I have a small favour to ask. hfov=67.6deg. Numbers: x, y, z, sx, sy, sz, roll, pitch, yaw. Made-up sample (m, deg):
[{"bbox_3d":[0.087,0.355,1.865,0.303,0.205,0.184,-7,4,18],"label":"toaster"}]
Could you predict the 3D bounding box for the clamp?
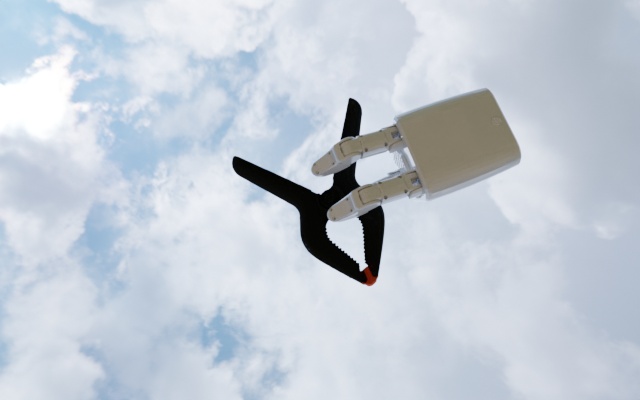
[{"bbox_3d":[0.001,0.002,0.533,0.164,0.210,0.036,-21,-16,2],"label":"clamp"}]
